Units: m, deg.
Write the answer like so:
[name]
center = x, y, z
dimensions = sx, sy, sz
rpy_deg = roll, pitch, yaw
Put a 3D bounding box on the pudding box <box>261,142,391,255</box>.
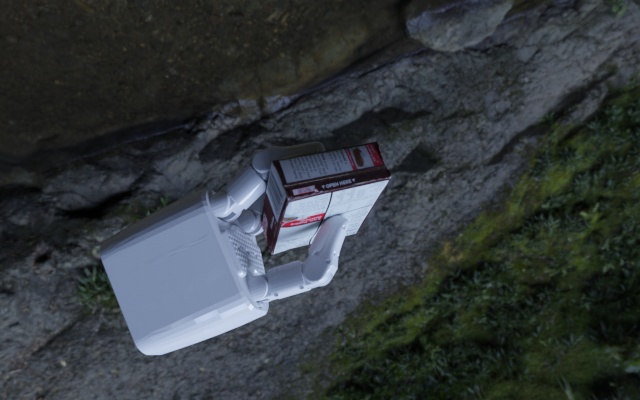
[pudding box]
center = 0.000, 0.002, 0.409
dimensions = 0.090, 0.039, 0.113
rpy_deg = -13, -23, -18
